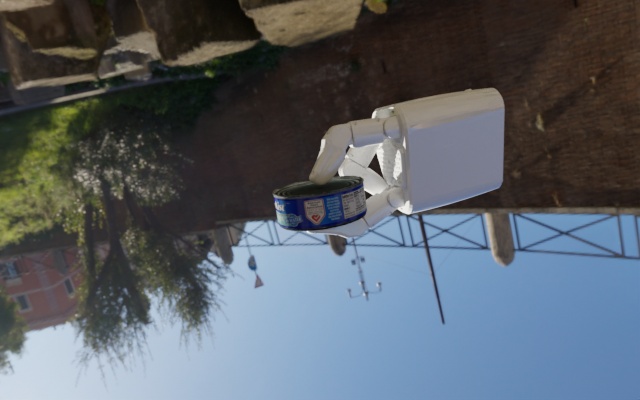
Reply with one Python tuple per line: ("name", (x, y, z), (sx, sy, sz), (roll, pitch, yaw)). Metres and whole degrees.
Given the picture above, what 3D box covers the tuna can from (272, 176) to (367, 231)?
("tuna can", (0.000, 0.002, 0.447), (0.086, 0.034, 0.086), (-8, 11, 2))
